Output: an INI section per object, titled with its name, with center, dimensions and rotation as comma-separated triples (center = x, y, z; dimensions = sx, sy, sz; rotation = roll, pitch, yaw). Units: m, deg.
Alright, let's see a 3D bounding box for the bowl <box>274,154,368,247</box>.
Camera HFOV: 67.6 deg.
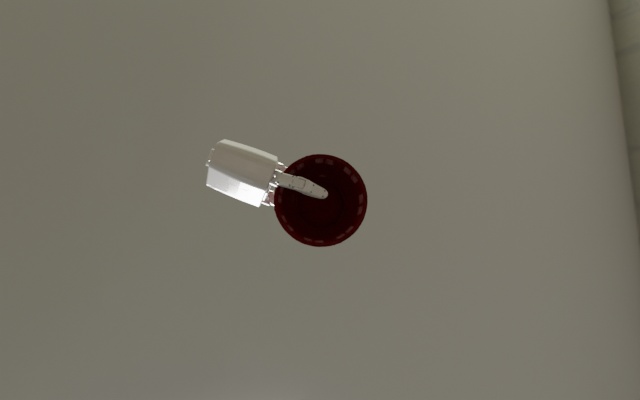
[bowl]
center = 0.001, 0.004, 0.842
dimensions = 0.162, 0.162, 0.055
rotation = 0, -9, 0
